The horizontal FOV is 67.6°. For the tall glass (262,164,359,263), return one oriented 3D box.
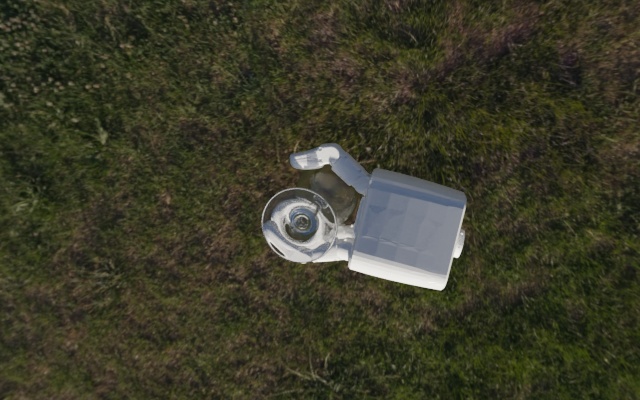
[{"bbox_3d":[0.000,0.002,0.545,0.079,0.079,0.201,0,13,12],"label":"tall glass"}]
